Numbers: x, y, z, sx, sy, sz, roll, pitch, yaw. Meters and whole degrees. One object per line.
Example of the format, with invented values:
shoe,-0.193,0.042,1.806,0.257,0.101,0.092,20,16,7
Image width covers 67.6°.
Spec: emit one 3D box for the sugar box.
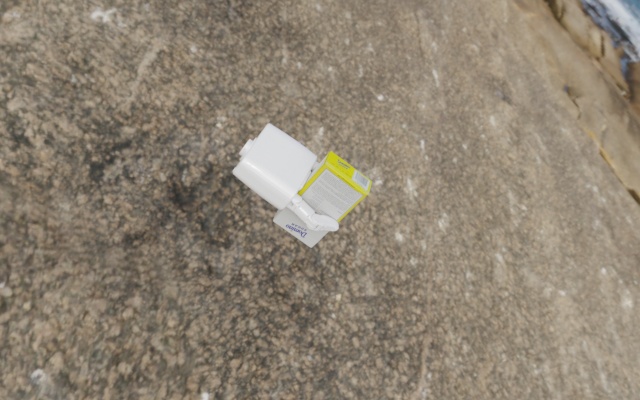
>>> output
sugar box,0.000,0.002,0.846,0.093,0.048,0.176,36,-49,-11
